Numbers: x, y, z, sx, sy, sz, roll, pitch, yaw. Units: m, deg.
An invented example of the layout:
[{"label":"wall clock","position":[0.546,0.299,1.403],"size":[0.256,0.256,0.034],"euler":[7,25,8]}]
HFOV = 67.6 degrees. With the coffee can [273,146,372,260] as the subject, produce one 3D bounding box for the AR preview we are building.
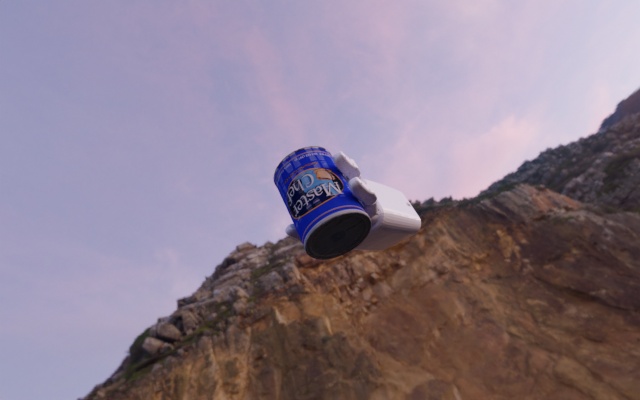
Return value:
[{"label":"coffee can","position":[0.000,0.002,0.715],"size":[0.103,0.140,0.103],"euler":[-17,-37,-14]}]
